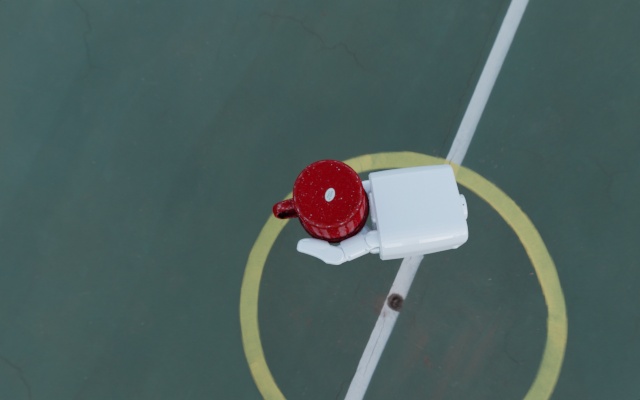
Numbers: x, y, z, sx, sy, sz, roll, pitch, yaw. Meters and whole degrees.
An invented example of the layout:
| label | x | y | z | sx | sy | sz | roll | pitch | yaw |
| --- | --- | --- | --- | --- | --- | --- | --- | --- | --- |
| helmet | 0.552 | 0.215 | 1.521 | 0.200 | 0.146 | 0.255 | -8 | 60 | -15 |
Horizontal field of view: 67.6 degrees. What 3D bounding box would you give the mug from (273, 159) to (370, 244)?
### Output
| label | x | y | z | sx | sy | sz | roll | pitch | yaw |
| --- | --- | --- | --- | --- | --- | --- | --- | --- | --- |
| mug | -0.001 | 0.002 | 0.570 | 0.117 | 0.093 | 0.081 | -9 | -13 | 4 |
